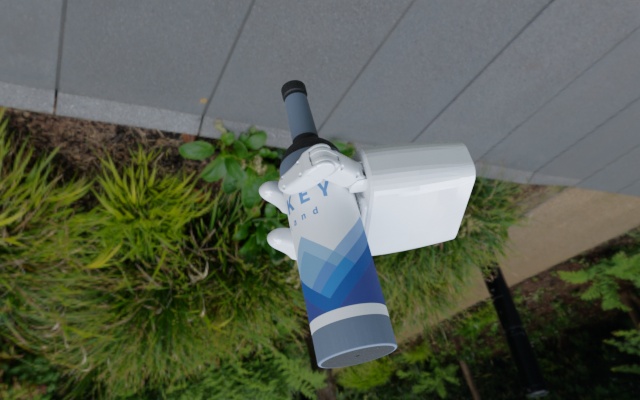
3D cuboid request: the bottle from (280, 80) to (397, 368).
[{"bbox_3d":[0.000,0.002,0.457,0.069,0.295,0.069,-10,-29,-6],"label":"bottle"}]
